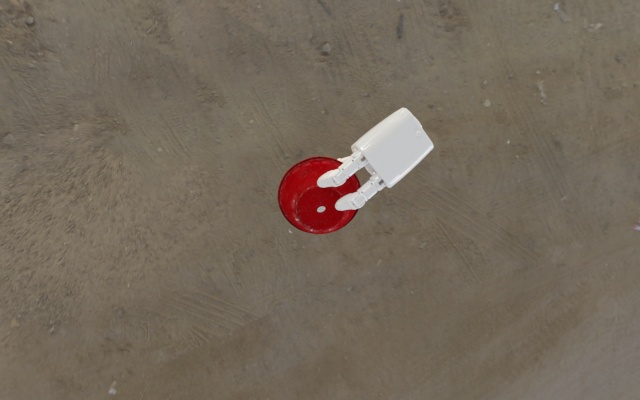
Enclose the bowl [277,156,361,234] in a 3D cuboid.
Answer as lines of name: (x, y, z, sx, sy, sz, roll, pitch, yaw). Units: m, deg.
bowl: (-0.001, 0.004, 0.888, 0.162, 0.162, 0.055, 0, 25, -3)
